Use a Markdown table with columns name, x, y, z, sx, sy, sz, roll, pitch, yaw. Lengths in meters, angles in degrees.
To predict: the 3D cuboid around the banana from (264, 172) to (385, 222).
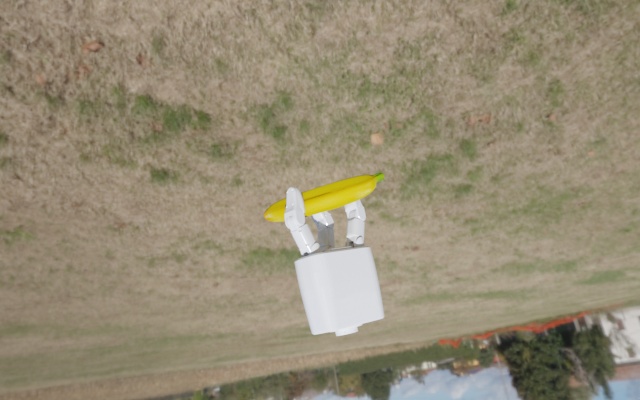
| name | x | y | z | sx | sy | sz | roll | pitch | yaw |
| --- | --- | --- | --- | --- | --- | --- | --- | --- | --- |
| banana | -0.001 | 0.001 | 0.706 | 0.198 | 0.037 | 0.069 | -17 | -6 | 12 |
